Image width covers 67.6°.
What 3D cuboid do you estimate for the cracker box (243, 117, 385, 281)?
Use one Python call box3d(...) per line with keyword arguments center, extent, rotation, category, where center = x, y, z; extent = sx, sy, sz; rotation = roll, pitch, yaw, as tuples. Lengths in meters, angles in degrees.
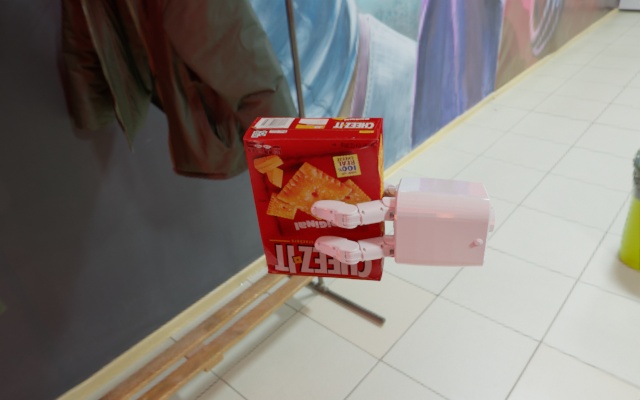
box3d(center=(0.000, 0.002, 0.622), extent=(0.164, 0.214, 0.072), rotation=(2, 33, 12), category="cracker box")
